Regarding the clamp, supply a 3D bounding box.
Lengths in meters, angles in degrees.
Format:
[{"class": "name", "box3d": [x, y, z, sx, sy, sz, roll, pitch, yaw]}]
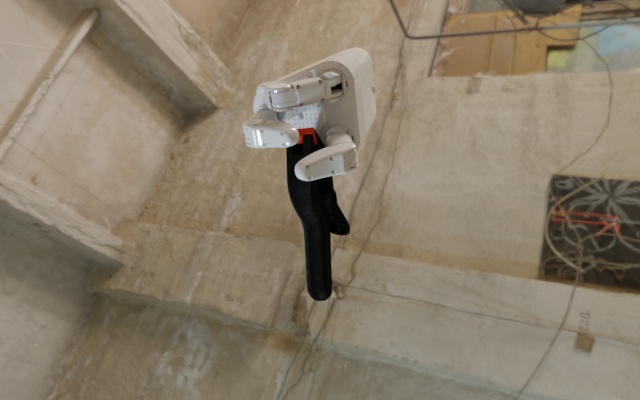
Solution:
[{"class": "clamp", "box3d": [-0.001, 0.002, 0.489, 0.039, 0.171, 0.120, -2, 25, 11]}]
